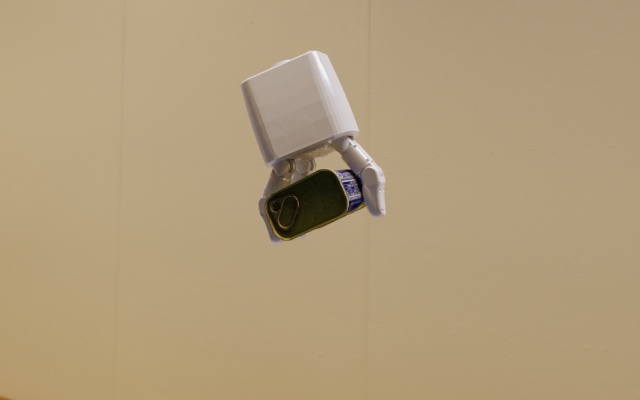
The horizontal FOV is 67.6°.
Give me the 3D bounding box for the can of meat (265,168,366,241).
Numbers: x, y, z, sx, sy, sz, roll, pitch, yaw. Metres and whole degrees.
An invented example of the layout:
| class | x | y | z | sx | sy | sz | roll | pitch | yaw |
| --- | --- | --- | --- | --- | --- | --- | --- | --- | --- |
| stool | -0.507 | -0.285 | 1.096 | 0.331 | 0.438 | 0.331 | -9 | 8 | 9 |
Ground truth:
| class | x | y | z | sx | sy | sz | roll | pitch | yaw |
| --- | --- | --- | --- | --- | --- | --- | --- | --- | --- |
| can of meat | 0.000 | 0.002 | 0.561 | 0.102 | 0.057 | 0.084 | -26 | -6 | 26 |
